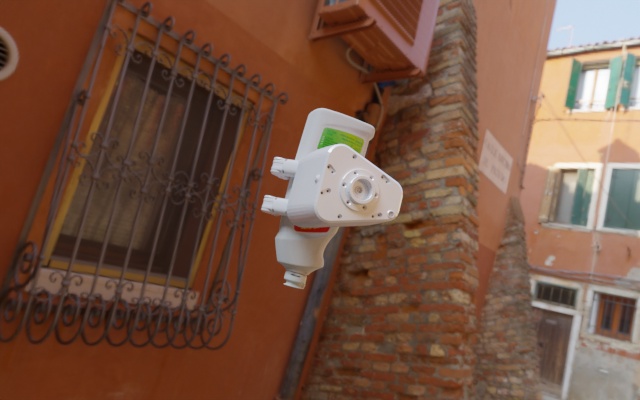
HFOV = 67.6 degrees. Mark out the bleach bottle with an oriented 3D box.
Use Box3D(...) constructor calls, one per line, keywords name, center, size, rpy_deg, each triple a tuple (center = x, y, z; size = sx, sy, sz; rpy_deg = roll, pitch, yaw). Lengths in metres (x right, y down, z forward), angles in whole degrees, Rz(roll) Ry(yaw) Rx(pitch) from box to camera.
Box3D(name="bleach bottle", center=(0.000, 0.002, 0.686), size=(0.102, 0.251, 0.068), rpy_deg=(17, -9, -19))
